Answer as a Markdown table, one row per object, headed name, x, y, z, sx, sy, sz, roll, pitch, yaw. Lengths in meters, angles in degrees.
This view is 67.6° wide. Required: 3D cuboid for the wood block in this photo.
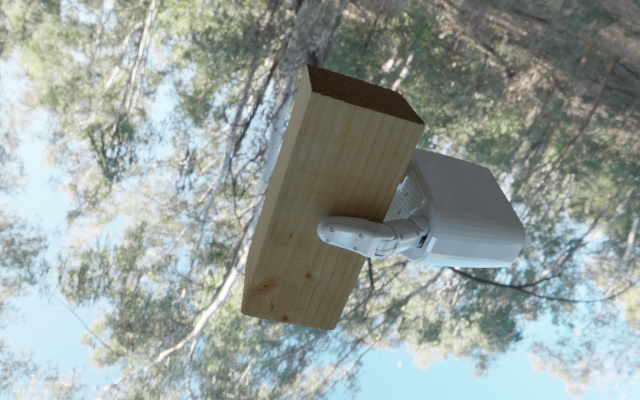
| name | x | y | z | sx | sy | sz | roll | pitch | yaw |
| --- | --- | --- | --- | --- | --- | --- | --- | --- | --- |
| wood block | 0.000 | 0.002 | 0.419 | 0.090 | 0.206 | 0.090 | 14 | 26 | -13 |
